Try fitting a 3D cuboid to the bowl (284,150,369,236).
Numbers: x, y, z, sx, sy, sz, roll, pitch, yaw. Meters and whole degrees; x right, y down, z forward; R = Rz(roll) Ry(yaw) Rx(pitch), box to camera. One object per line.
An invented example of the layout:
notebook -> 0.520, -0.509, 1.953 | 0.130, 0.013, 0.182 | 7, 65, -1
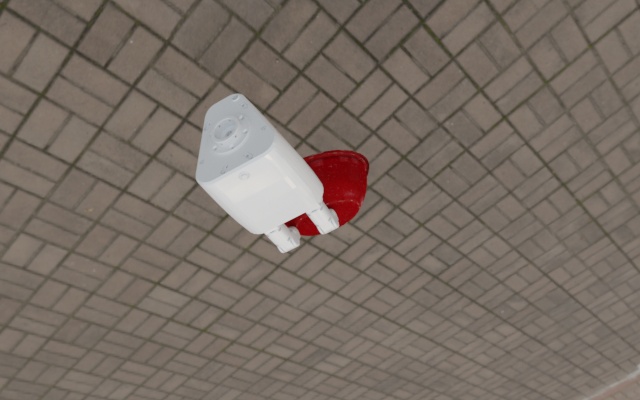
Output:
bowl -> 0.001, 0.003, 0.641 | 0.162, 0.055, 0.162 | -18, -25, -9
